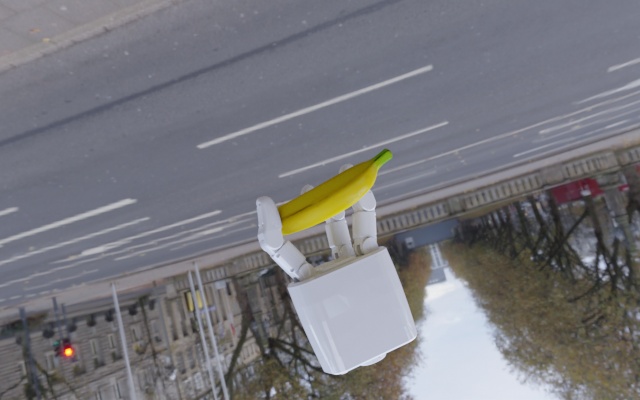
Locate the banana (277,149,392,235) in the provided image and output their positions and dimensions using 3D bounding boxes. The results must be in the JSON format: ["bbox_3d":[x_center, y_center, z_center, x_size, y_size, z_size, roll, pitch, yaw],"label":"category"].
[{"bbox_3d":[-0.007,0.006,0.527,0.198,0.037,0.069,-27,2,37],"label":"banana"}]
